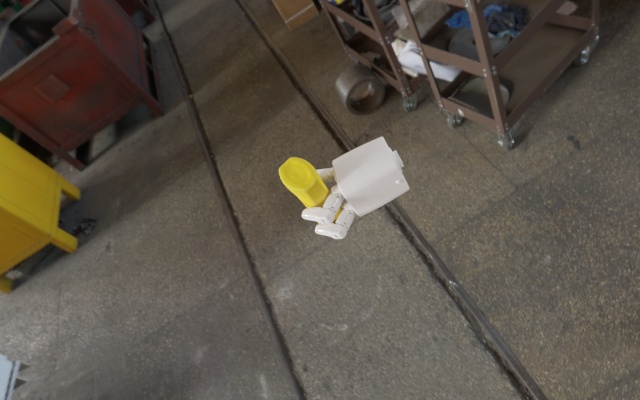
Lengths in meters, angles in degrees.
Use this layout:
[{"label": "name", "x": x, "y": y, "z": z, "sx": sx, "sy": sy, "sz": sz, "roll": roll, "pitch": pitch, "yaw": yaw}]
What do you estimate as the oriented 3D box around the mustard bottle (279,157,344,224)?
[{"label": "mustard bottle", "x": 0.000, "y": 0.003, "z": 0.895, "sx": 0.096, "sy": 0.058, "sz": 0.192, "roll": 39, "pitch": -8, "yaw": 43}]
